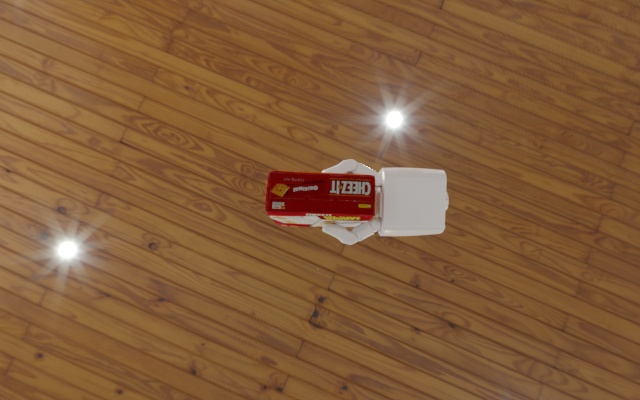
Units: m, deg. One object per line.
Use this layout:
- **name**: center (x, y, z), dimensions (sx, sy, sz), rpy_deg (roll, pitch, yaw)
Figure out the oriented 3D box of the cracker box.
- **cracker box**: center (0.000, 0.003, 0.809), dimensions (0.164, 0.072, 0.214), rpy_deg (2, -8, 0)
